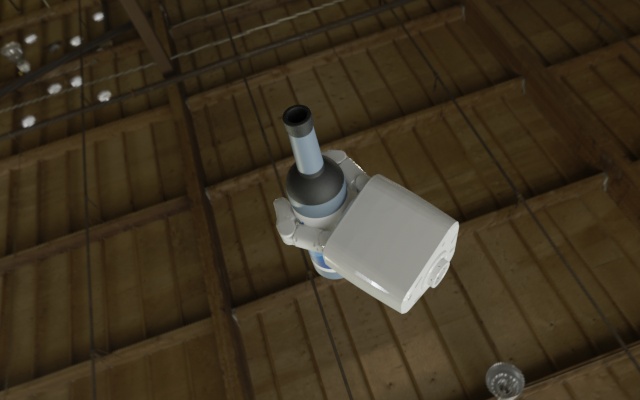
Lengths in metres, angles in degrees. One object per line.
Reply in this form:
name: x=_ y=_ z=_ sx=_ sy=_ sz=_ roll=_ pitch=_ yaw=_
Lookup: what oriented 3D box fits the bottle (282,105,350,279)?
bottle: x=0.000 y=0.002 z=0.557 sx=0.069 sy=0.069 sz=0.296 roll=0 pitch=-33 yaw=10
